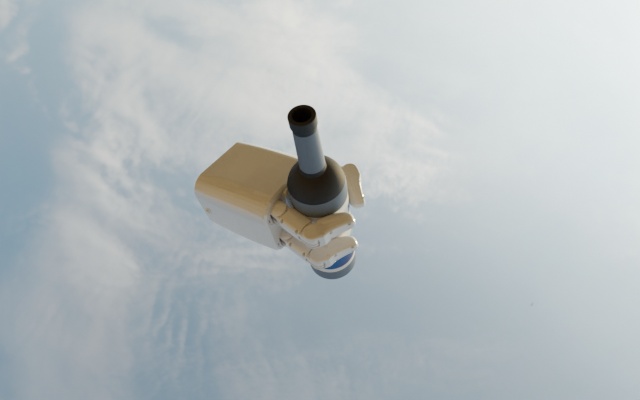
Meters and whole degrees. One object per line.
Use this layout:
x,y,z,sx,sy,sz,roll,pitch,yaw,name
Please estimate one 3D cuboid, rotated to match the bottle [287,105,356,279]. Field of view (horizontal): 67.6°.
0.000,0.002,0.562,0.069,0.069,0.296,0,-33,8,bottle
